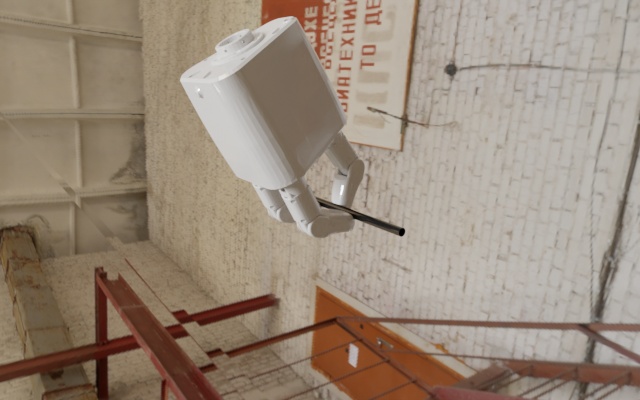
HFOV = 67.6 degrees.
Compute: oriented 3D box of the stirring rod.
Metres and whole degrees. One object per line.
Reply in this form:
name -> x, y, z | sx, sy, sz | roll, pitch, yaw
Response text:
stirring rod -> 0.000, 0.002, 0.507 | 0.011, 0.011, 0.239 | 0, 12, -37
